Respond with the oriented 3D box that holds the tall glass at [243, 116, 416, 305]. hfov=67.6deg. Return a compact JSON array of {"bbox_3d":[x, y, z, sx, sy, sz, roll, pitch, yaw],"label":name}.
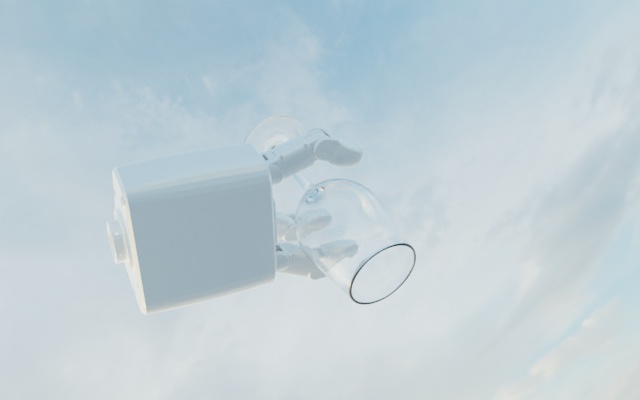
[{"bbox_3d":[0.000,0.001,0.430,0.079,0.079,0.201,0,34,-36],"label":"tall glass"}]
